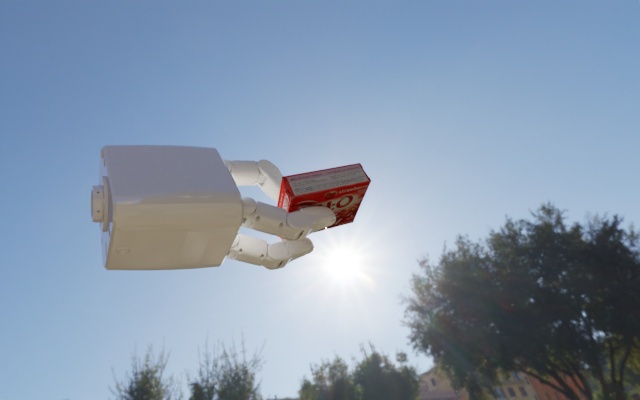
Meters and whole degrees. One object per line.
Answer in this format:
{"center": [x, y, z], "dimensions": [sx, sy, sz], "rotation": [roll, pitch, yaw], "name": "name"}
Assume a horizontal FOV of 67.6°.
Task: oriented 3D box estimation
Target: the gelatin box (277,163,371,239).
{"center": [0.000, 0.001, 0.495], "dimensions": [0.089, 0.030, 0.073], "rotation": [-12, -34, -23], "name": "gelatin box"}
